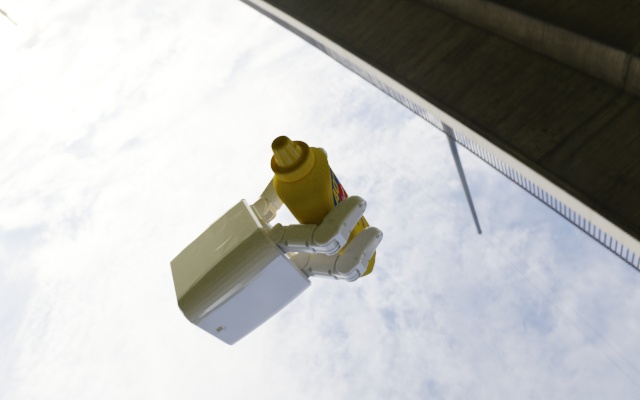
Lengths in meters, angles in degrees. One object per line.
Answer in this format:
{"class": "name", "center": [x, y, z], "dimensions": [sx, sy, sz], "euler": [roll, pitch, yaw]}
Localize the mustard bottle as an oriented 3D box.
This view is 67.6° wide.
{"class": "mustard bottle", "center": [0.000, 0.002, 0.489], "dimensions": [0.058, 0.096, 0.192], "euler": [-21, -40, 13]}
